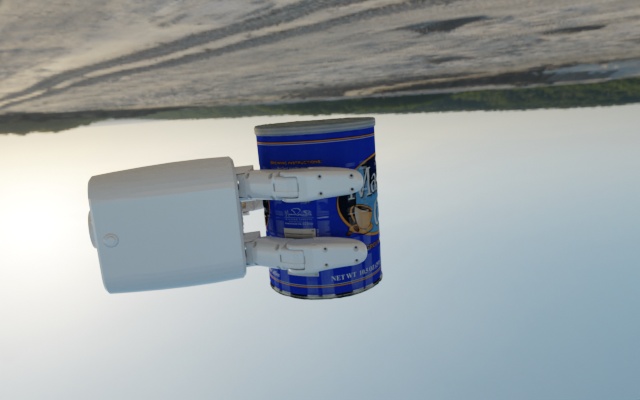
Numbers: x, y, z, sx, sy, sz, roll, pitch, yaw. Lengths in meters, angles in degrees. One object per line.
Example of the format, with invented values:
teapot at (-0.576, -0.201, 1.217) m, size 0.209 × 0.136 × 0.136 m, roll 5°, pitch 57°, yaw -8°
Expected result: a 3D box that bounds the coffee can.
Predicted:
coffee can at (0.000, 0.001, 0.418) m, size 0.103 × 0.140 × 0.103 m, roll -4°, pitch 11°, yaw 1°
